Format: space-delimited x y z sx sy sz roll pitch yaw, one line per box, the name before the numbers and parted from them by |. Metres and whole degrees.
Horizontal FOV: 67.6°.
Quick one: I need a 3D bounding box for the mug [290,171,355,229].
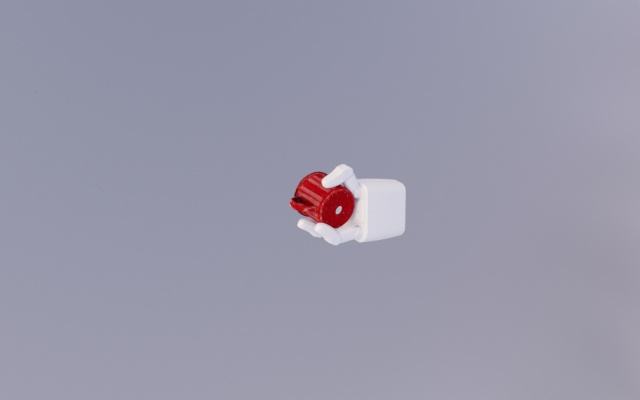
mug | -0.001 0.003 0.881 0.117 0.093 0.081 -5 23 -35
